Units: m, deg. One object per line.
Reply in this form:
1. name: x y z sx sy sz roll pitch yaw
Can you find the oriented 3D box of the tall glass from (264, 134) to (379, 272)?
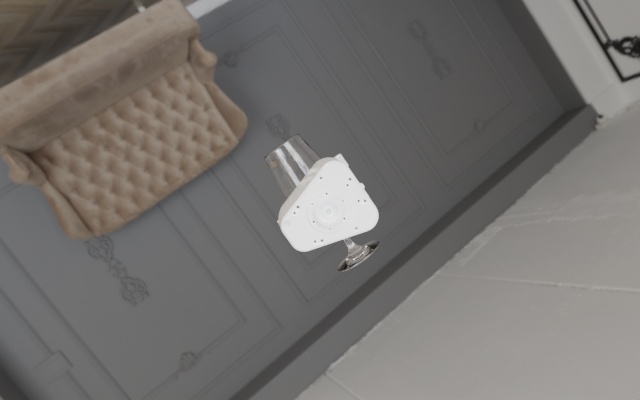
1. tall glass: 0.000 0.003 0.699 0.079 0.201 0.079 -35 6 4
